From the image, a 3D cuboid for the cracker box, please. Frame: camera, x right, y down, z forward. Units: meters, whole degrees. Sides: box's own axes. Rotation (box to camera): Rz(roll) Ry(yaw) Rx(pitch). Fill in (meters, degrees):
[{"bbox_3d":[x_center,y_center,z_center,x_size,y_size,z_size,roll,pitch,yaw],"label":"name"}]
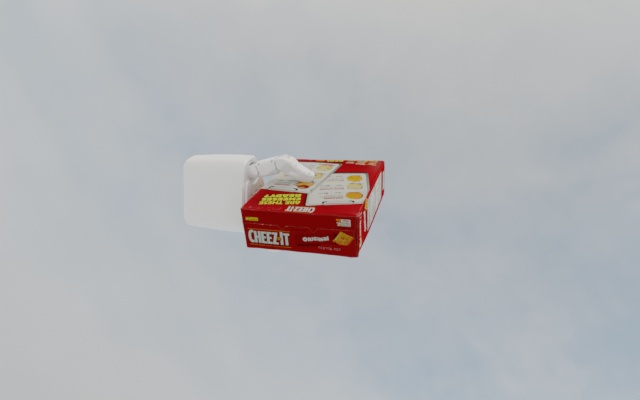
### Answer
[{"bbox_3d":[0.000,0.002,0.722,0.164,0.072,0.213,3,25,16],"label":"cracker box"}]
